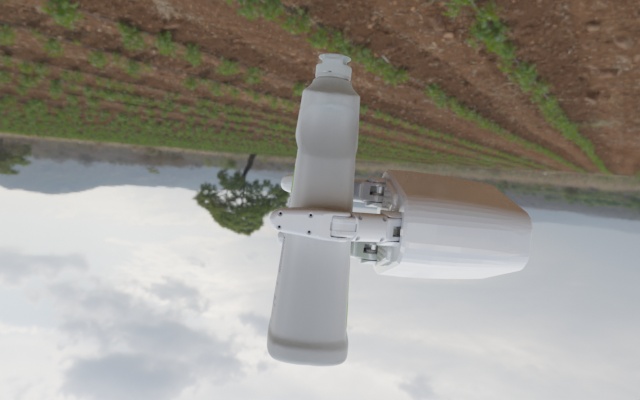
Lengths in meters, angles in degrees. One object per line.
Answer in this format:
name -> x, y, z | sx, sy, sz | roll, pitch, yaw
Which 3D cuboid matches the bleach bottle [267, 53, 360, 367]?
bleach bottle -> 0.000, 0.001, 0.410 | 0.068, 0.251, 0.102 | 6, 3, -4
